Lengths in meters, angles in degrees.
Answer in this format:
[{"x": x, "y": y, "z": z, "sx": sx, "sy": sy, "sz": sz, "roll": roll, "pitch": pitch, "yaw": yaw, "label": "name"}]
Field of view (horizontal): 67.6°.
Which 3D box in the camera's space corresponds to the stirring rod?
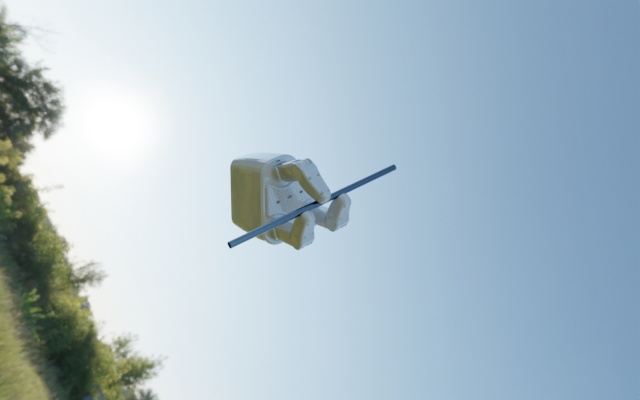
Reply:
[{"x": 0.000, "y": 0.002, "z": 0.553, "sx": 0.239, "sy": 0.011, "sz": 0.011, "roll": -25, "pitch": 13, "yaw": -30, "label": "stirring rod"}]
